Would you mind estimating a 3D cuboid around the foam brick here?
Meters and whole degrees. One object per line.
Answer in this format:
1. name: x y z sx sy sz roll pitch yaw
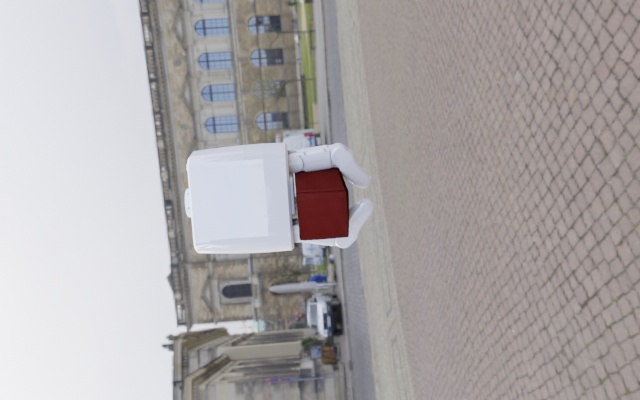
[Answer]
1. foam brick: 0.000 0.002 0.501 0.051 0.053 0.078 -4 21 -3
